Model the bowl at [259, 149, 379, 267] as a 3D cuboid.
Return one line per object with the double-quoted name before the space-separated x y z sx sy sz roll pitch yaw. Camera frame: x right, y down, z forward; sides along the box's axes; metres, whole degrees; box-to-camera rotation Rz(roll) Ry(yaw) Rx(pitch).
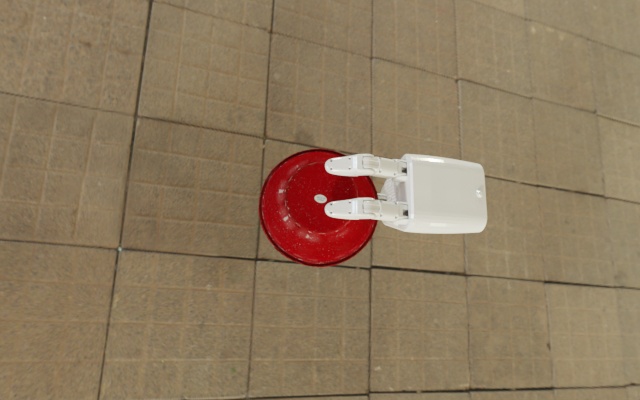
"bowl" -0.001 0.002 0.611 0.162 0.162 0.055 0 -13 -3
